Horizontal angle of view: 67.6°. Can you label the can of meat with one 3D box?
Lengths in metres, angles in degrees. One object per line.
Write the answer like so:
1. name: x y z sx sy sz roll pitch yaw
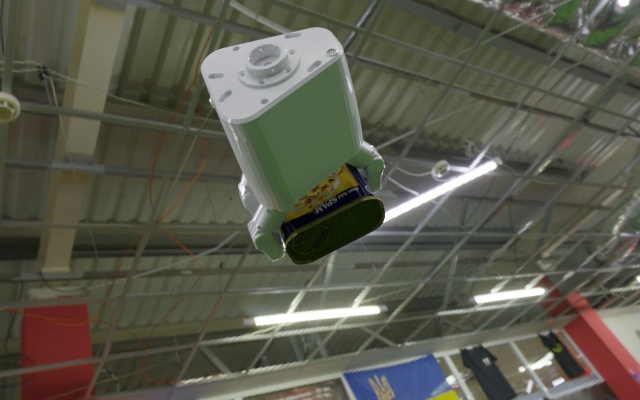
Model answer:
1. can of meat: 0.000 0.001 0.478 0.102 0.084 0.057 -27 -36 -2
